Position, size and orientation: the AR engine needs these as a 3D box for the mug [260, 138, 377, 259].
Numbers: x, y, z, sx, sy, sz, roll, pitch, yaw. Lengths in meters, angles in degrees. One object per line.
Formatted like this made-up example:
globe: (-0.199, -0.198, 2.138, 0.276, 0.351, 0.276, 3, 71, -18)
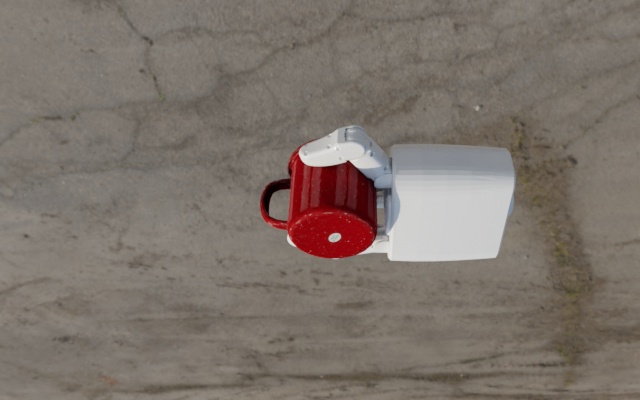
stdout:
mug: (-0.001, 0.002, 0.451, 0.117, 0.081, 0.093, -1, -37, 5)
